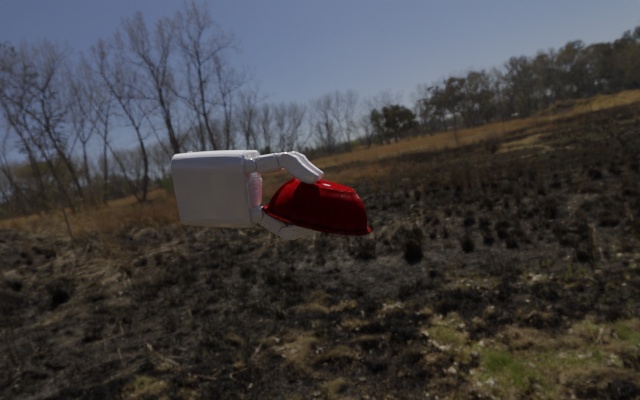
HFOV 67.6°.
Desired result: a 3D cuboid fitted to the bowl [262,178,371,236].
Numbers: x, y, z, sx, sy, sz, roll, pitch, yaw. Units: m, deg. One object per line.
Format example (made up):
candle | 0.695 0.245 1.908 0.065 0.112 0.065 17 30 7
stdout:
bowl | 0.002 0.002 0.690 0.162 0.055 0.162 12 8 -2
